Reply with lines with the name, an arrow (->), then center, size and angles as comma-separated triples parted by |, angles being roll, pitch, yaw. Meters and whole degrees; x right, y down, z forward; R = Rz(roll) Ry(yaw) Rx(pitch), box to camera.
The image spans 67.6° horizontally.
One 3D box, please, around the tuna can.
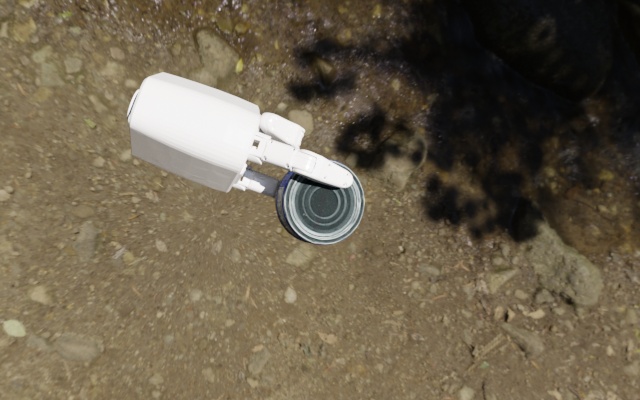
tuna can -> 0.000, 0.002, 0.478 | 0.086, 0.086, 0.034 | 0, 0, -18
